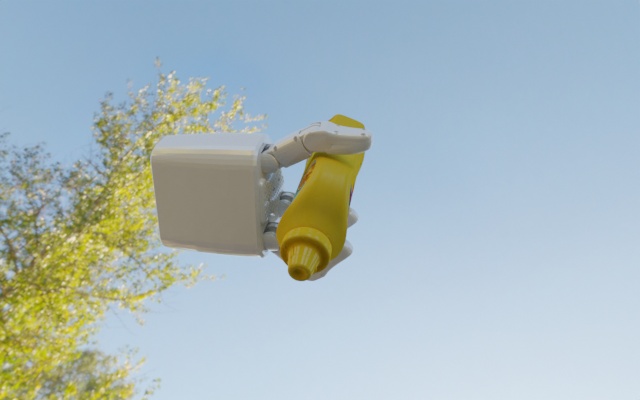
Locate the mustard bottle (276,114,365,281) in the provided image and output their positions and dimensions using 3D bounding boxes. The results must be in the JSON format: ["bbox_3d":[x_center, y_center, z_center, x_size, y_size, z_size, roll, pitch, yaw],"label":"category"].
[{"bbox_3d":[0.000,0.001,0.438,0.058,0.096,0.191,23,36,-3],"label":"mustard bottle"}]
